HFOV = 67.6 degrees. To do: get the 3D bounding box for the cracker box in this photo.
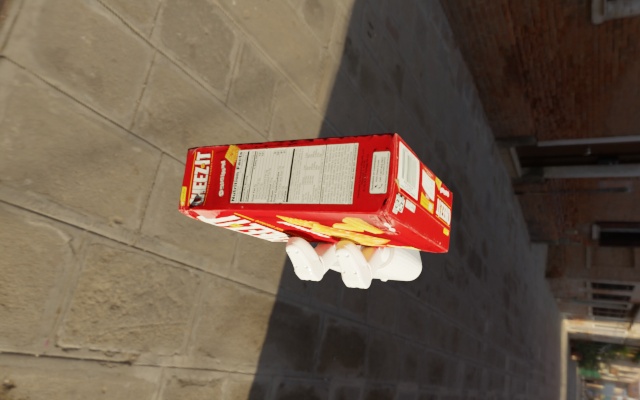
[{"bbox_3d":[0.000,0.001,0.462,0.213,0.072,0.164,0,-15,30],"label":"cracker box"}]
